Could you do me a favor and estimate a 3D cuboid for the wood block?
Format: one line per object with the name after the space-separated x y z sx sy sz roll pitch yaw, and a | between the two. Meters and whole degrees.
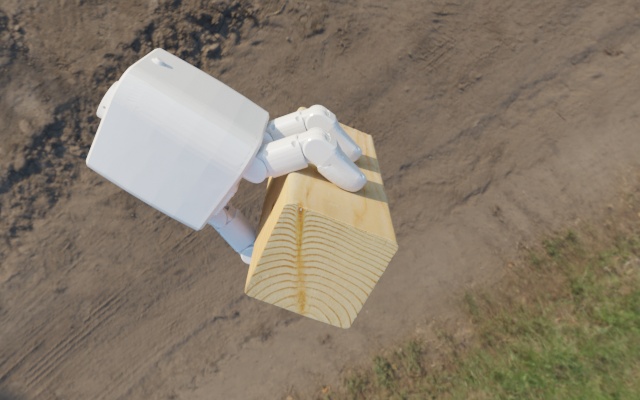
0.000 0.002 0.437 0.090 0.091 0.206 21 27 -11 | wood block
